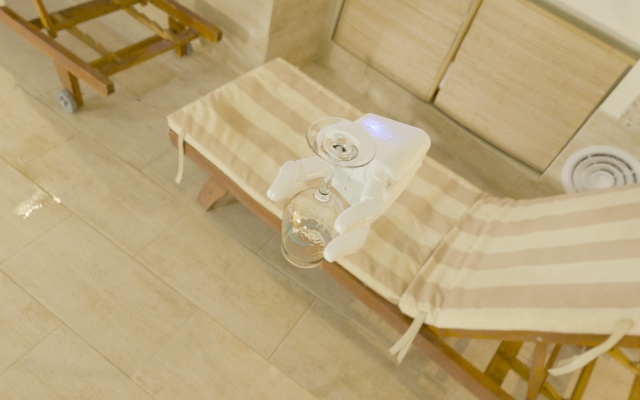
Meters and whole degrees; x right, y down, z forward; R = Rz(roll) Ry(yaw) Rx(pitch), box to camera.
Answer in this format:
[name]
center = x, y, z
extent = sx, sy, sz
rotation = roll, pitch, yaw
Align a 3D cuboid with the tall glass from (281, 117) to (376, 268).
[tall glass]
center = 0.000, 0.001, 0.563
extent = 0.079, 0.079, 0.201
rotation = 0, -39, -17
